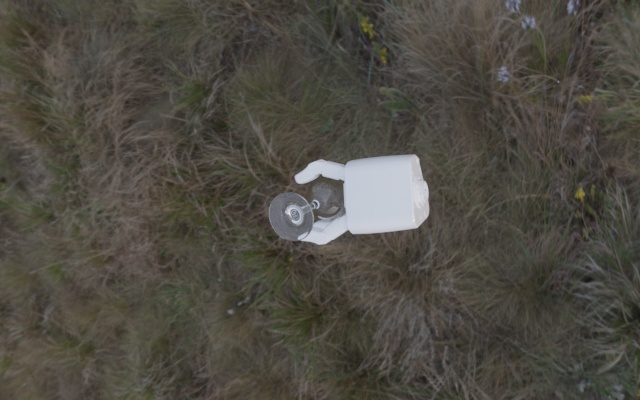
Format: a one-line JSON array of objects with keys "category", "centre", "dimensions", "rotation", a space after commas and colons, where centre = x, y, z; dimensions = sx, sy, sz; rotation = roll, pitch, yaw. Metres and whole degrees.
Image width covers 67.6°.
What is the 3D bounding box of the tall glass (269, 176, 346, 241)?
[{"category": "tall glass", "centre": [0.000, 0.003, 0.781], "dimensions": [0.079, 0.079, 0.201], "rotation": [0, 13, 26]}]
